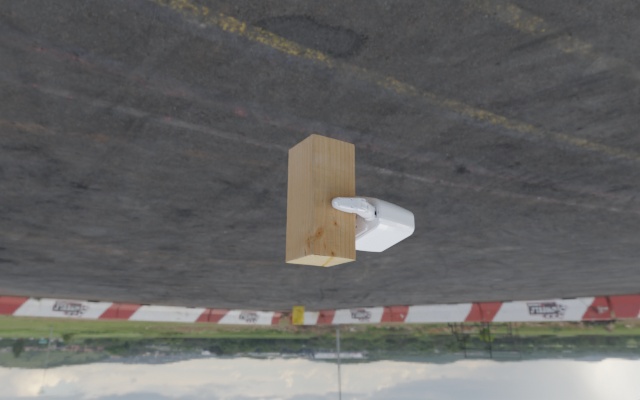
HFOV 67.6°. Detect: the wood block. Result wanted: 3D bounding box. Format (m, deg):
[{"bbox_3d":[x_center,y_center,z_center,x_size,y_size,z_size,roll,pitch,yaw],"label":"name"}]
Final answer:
[{"bbox_3d":[0.001,0.003,0.827,0.090,0.206,0.091,11,-19,-31],"label":"wood block"}]
